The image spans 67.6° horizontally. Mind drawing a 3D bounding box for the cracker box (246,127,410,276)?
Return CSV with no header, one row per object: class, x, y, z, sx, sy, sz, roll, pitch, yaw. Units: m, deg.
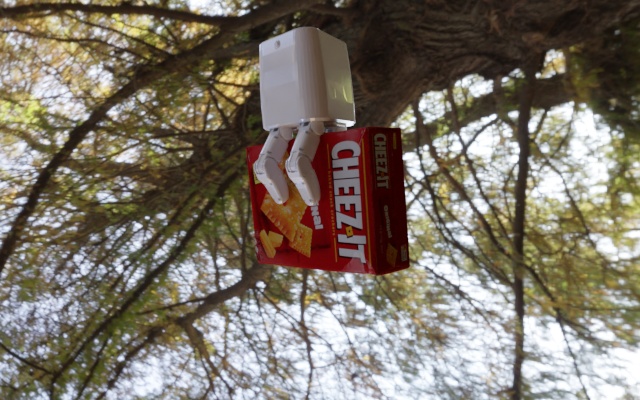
cracker box,0.000,0.002,0.599,0.213,0.164,0.072,-2,4,45
